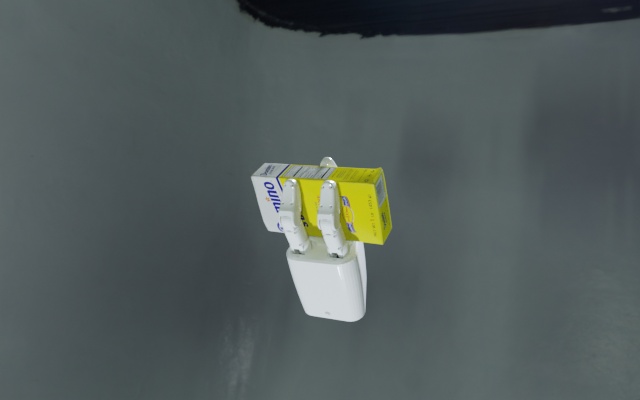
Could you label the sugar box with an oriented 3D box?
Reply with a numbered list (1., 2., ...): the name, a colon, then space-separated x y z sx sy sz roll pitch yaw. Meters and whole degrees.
1. sugar box: 0.000 0.002 0.629 0.176 0.093 0.048 2 33 25
